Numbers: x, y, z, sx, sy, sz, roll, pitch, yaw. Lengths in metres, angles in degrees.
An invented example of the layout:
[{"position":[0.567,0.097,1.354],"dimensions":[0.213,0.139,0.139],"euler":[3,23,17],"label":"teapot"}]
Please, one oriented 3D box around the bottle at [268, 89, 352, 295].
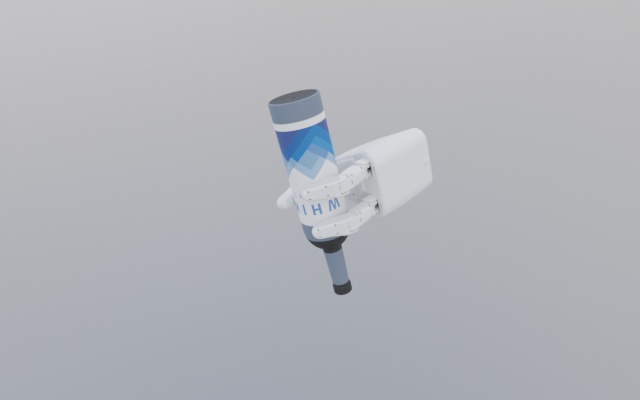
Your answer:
[{"position":[0.000,0.002,0.650],"dimensions":[0.069,0.296,0.069],"euler":[-12,24,5],"label":"bottle"}]
